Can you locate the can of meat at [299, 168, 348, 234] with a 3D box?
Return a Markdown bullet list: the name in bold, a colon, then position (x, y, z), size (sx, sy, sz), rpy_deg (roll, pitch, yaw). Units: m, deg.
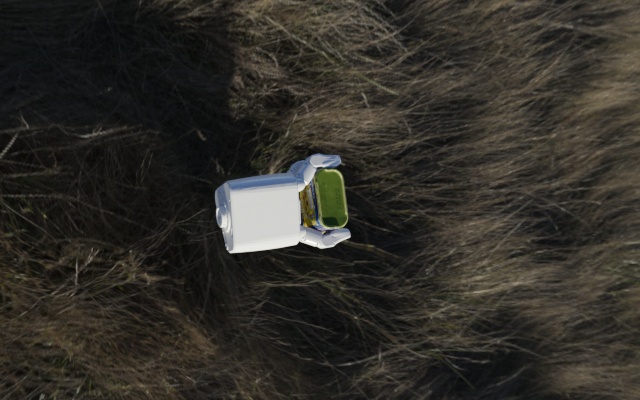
- **can of meat**: position (0.000, 0.003, 0.787), size (0.057, 0.102, 0.084), rpy_deg (-4, -7, -26)
